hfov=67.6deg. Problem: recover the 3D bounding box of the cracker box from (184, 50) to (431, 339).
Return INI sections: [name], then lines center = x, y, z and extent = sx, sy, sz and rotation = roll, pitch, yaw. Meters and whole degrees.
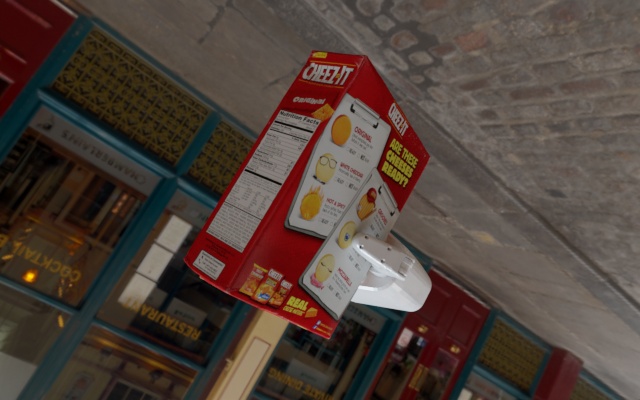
[cracker box]
center = 0.000, 0.002, 0.436
extent = 0.072, 0.213, 0.164
rotation = 22, -12, 38
